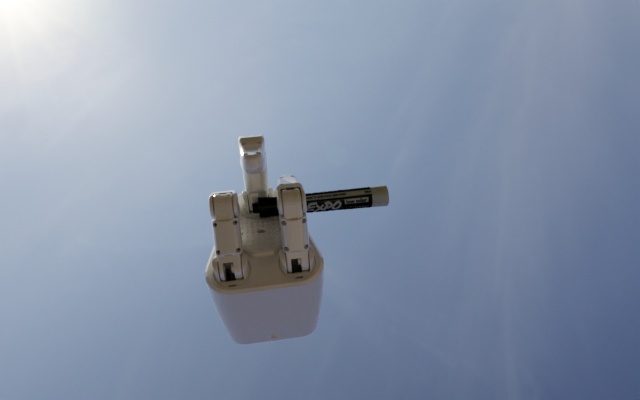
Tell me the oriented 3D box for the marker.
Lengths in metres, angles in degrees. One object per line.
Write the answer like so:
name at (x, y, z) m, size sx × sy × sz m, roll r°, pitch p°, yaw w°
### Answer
marker at (0.000, 0.001, 0.426) m, size 0.121 × 0.020 × 0.020 m, roll -6°, pitch 0°, yaw -5°
